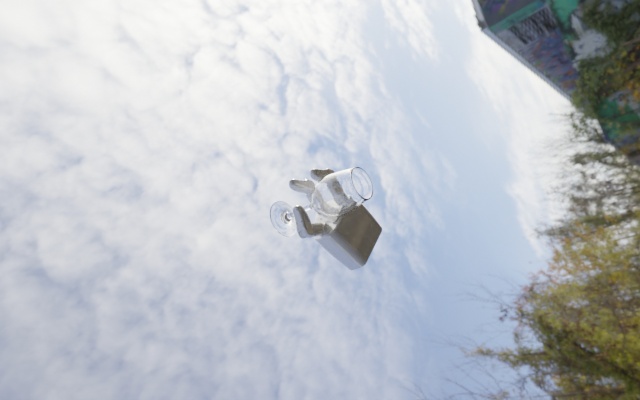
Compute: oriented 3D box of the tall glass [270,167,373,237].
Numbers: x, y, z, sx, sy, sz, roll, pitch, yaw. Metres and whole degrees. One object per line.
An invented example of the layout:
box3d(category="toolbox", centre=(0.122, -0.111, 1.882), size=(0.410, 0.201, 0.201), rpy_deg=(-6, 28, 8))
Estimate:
box3d(category="tall glass", centre=(0.000, 0.003, 0.887), size=(0.201, 0.079, 0.079), rpy_deg=(-25, -16, 37))
